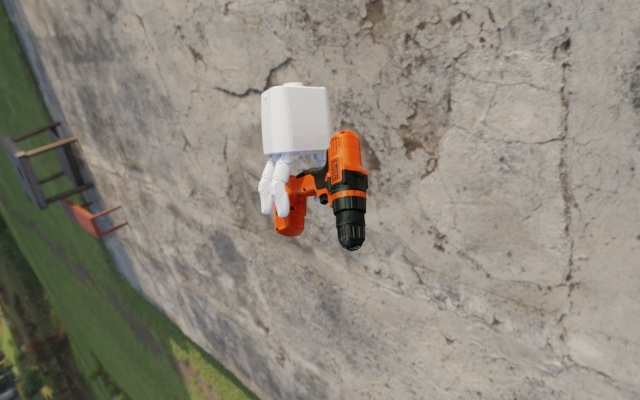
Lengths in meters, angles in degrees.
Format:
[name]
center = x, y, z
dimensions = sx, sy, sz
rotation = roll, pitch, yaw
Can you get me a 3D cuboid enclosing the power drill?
[power drill]
center = 0.000, 0.002, 0.758
dimensions = 0.057, 0.184, 0.188
rotation = 14, -25, -38
